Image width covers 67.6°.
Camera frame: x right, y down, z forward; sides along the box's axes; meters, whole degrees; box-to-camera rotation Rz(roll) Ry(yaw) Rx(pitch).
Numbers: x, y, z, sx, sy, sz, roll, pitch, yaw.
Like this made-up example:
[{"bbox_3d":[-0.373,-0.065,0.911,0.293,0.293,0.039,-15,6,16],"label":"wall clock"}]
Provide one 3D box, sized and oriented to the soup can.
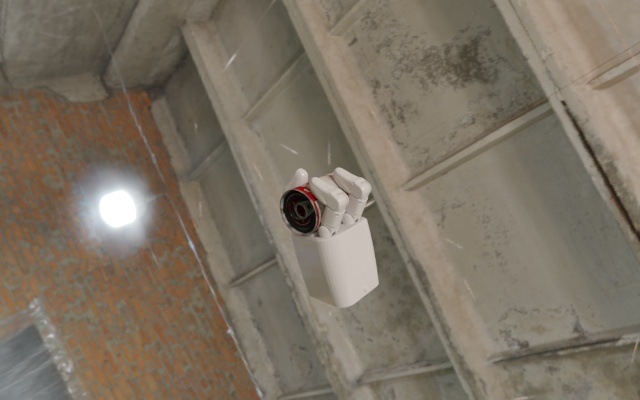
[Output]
[{"bbox_3d":[0.000,0.002,0.695,0.068,0.068,0.102,0,17,41],"label":"soup can"}]
